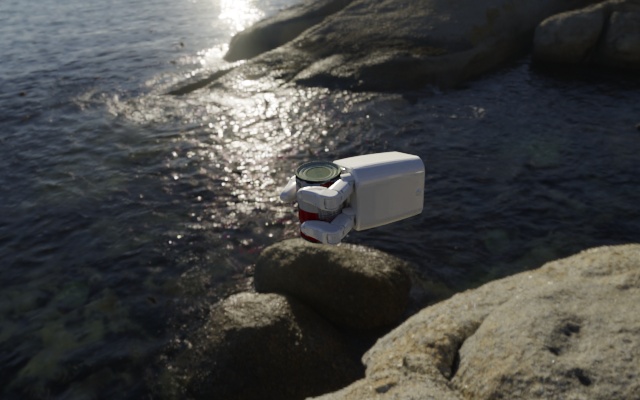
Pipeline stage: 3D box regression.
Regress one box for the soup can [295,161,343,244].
[{"bbox_3d":[0.000,0.002,0.691,0.068,0.102,0.068,-3,30,2],"label":"soup can"}]
